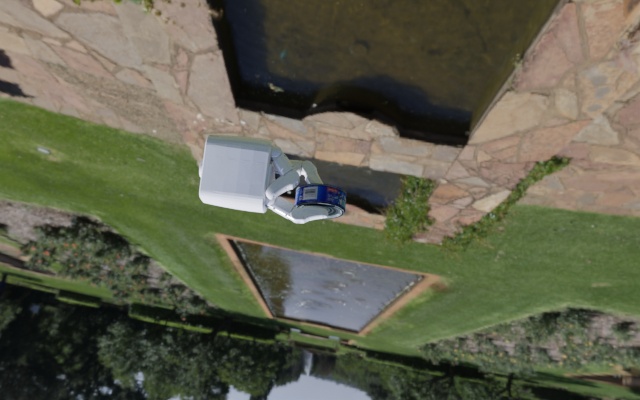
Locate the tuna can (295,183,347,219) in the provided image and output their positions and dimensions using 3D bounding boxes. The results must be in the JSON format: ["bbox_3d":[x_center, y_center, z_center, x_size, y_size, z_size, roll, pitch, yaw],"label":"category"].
[{"bbox_3d":[0.000,0.003,0.795,0.086,0.033,0.086,4,-20,2],"label":"tuna can"}]
